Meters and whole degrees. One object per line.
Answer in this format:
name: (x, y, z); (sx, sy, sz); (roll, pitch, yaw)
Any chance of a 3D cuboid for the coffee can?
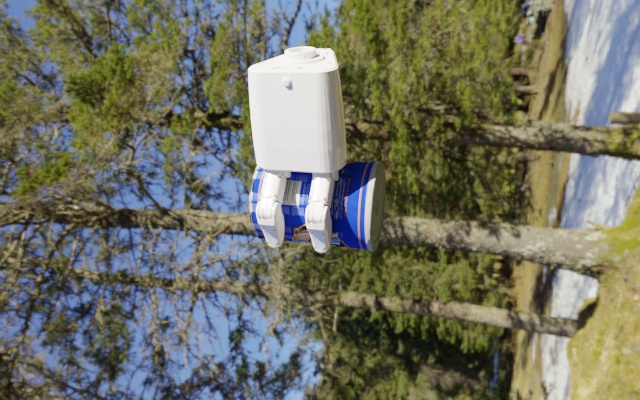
coffee can: (0.000, 0.002, 0.566); (0.140, 0.103, 0.103); (4, 1, 15)
